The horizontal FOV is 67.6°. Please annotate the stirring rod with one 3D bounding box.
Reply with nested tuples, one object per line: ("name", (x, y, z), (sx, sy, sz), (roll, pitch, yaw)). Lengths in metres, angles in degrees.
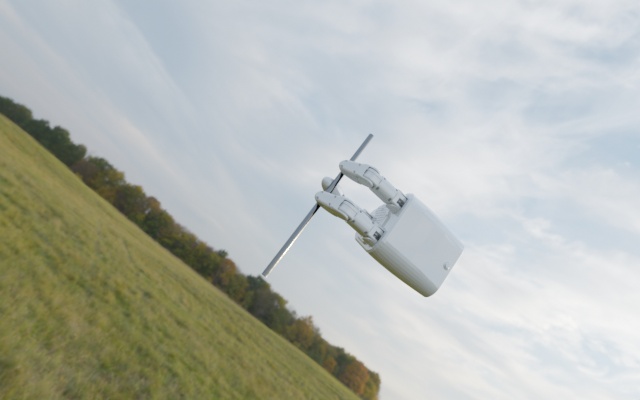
("stirring rod", (0.000, 0.002, 0.628), (0.011, 0.239, 0.011), (35, -16, 11))
